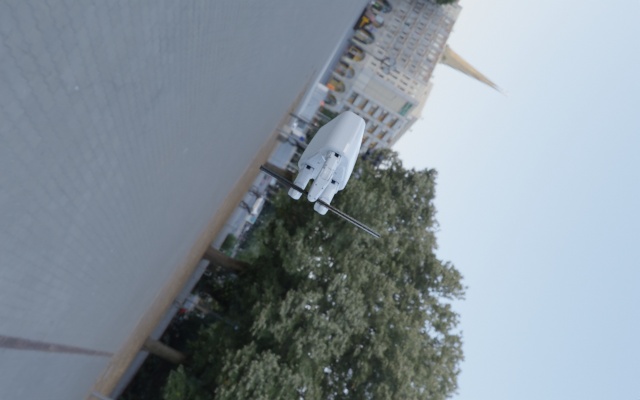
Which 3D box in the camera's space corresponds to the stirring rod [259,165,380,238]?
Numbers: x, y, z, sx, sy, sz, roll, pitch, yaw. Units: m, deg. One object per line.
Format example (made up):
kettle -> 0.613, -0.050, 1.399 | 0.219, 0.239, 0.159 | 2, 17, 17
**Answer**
stirring rod -> 0.000, 0.003, 0.831 | 0.239, 0.011, 0.011 | 30, -3, -5
